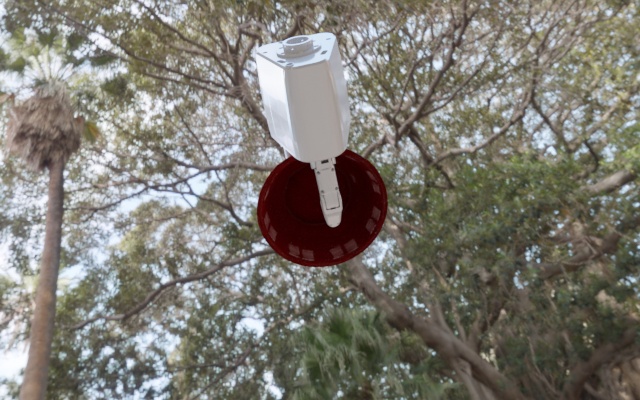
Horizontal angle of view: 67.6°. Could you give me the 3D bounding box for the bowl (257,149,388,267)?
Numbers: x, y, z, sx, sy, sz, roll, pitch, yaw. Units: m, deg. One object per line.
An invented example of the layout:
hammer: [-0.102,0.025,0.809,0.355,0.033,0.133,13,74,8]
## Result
bowl: [0.000,0.003,0.605,0.162,0.162,0.055,0,23,-9]
